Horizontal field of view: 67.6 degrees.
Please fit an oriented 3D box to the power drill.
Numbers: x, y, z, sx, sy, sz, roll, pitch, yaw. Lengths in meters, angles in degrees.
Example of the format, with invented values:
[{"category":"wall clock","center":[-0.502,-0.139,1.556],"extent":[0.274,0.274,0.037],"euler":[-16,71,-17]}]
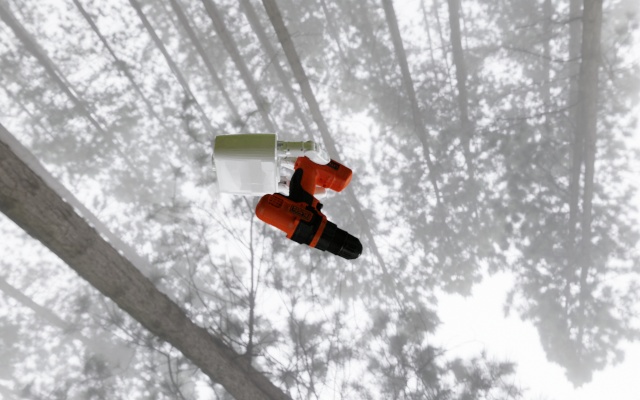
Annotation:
[{"category":"power drill","center":[0.000,0.002,0.812],"extent":[0.184,0.057,0.187],"euler":[27,40,-5]}]
